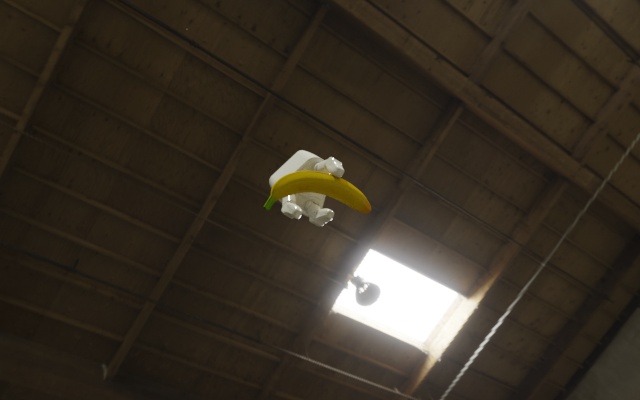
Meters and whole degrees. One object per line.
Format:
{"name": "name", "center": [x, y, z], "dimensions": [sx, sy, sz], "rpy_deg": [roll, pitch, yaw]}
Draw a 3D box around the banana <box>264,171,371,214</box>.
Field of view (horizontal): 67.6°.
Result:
{"name": "banana", "center": [-0.001, -0.016, 0.827], "dimensions": [0.198, 0.069, 0.037], "rpy_deg": [3, 11, -19]}
